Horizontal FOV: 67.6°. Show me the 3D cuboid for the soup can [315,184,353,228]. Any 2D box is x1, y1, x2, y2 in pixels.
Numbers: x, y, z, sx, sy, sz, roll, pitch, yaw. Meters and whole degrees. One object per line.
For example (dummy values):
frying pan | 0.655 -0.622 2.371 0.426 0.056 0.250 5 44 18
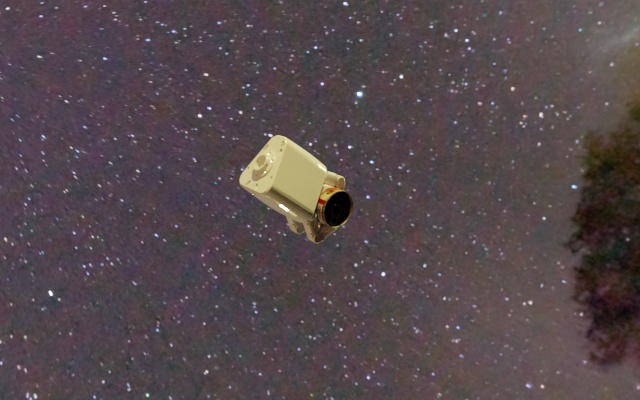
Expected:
soup can | 0.000 0.003 0.864 0.068 0.068 0.102 0 15 -40
